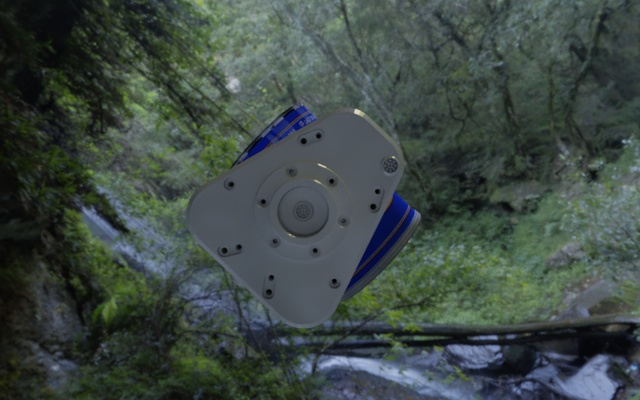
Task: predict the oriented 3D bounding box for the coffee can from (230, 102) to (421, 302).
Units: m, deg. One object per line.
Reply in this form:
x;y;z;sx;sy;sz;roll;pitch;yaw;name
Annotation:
0.000;0.001;0.412;0.140;0.103;0.103;43;-1;-1;coffee can
